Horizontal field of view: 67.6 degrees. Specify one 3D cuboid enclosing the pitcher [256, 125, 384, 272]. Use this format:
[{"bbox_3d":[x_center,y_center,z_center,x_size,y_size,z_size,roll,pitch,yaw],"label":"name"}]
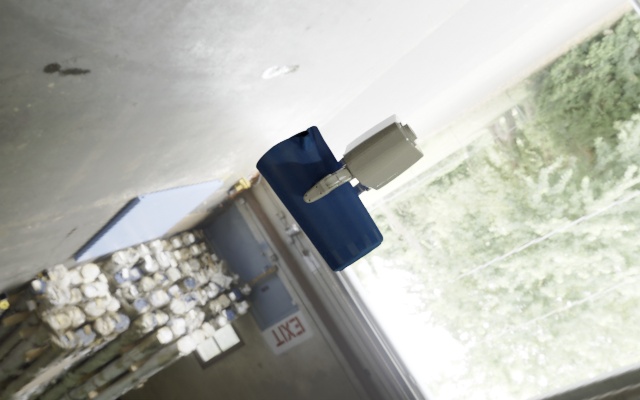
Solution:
[{"bbox_3d":[0.000,0.003,0.853,0.145,0.243,0.149,-35,-7,17],"label":"pitcher"}]
